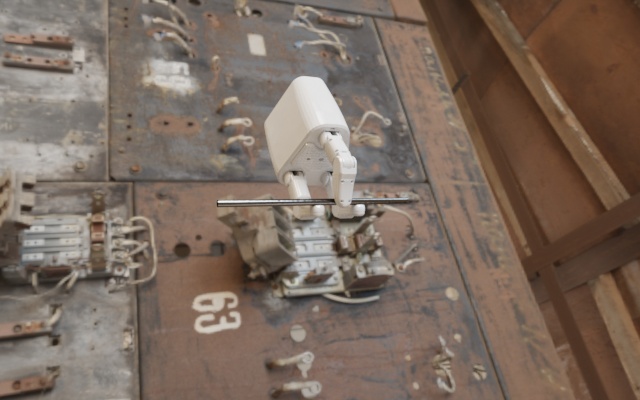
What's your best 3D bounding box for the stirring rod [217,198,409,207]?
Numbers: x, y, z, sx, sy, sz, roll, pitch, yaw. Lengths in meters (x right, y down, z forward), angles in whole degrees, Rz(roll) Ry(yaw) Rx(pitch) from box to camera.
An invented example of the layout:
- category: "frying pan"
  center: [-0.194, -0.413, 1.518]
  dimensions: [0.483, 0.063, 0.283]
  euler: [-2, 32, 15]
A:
- category: "stirring rod"
  center: [0.000, 0.002, 0.557]
  dimensions: [0.239, 0.011, 0.011]
  euler: [-1, 0, -24]
